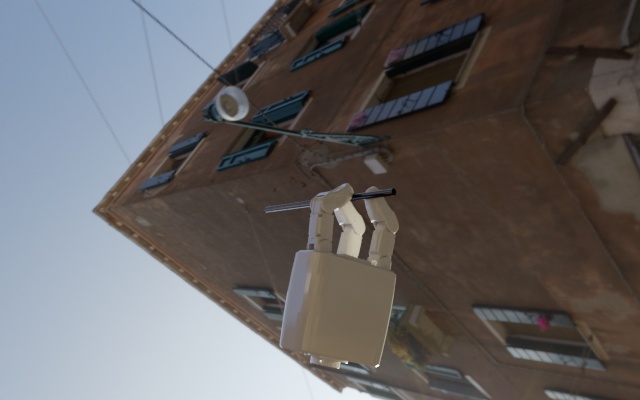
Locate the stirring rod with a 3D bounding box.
[{"bbox_3d":[0.000,0.002,0.608,0.011,0.011,0.239,0,-5,-42],"label":"stirring rod"}]
